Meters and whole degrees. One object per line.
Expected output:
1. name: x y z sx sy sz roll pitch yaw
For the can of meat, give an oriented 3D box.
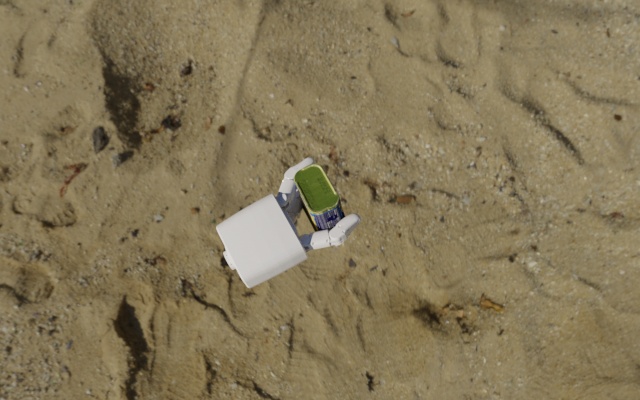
1. can of meat: 0.000 0.002 0.775 0.057 0.102 0.084 -26 -36 -4
